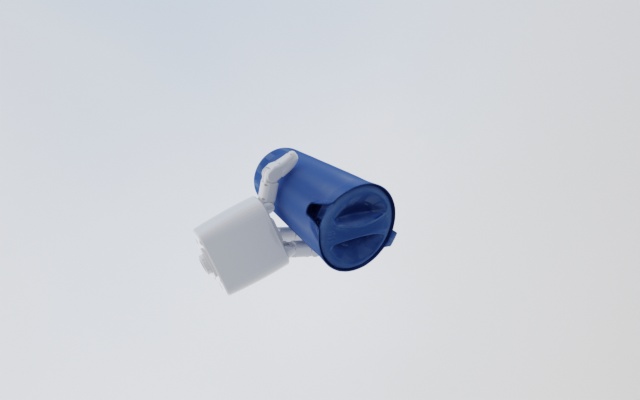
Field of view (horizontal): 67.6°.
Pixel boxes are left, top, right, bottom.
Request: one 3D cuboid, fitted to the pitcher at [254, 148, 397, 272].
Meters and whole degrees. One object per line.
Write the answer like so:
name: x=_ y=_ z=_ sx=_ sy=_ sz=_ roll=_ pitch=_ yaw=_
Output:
pitcher: x=0.000 y=0.003 z=0.753 sx=0.145 sy=0.149 sz=0.242 roll=-29 pitch=35 yaw=-20
